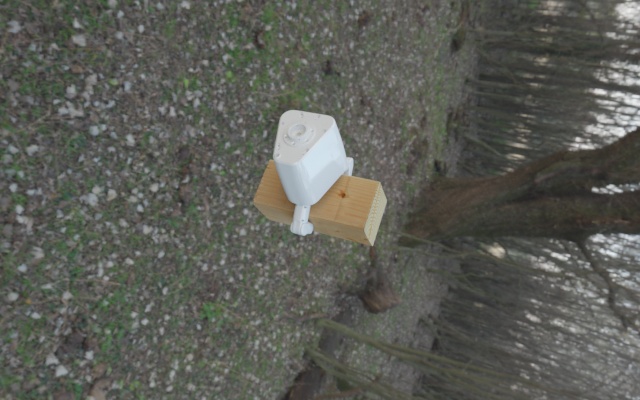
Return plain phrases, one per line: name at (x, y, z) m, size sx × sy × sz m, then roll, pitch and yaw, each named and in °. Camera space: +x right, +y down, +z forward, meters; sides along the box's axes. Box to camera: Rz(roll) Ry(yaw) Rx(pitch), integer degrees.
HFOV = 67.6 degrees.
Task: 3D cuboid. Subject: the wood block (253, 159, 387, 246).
wood block at (0.000, 0.003, 0.841) m, size 0.206 × 0.090 × 0.090 m, roll 13°, pitch -18°, yaw 21°
